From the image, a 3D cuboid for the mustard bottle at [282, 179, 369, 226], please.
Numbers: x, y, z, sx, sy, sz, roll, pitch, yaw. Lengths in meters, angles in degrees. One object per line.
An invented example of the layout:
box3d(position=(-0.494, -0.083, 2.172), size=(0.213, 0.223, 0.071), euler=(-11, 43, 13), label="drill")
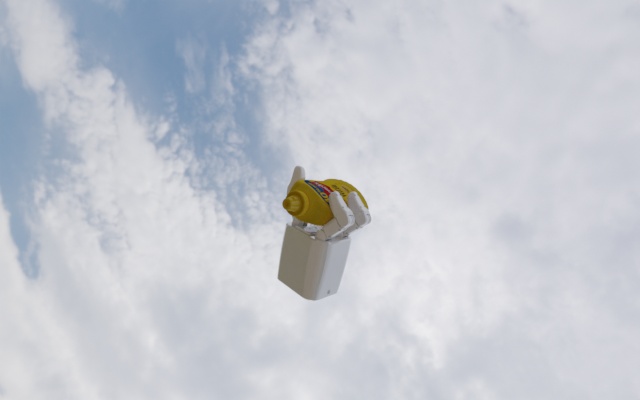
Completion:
box3d(position=(0.000, 0.002, 0.814), size=(0.096, 0.058, 0.191), euler=(45, 25, 24), label="mustard bottle")
